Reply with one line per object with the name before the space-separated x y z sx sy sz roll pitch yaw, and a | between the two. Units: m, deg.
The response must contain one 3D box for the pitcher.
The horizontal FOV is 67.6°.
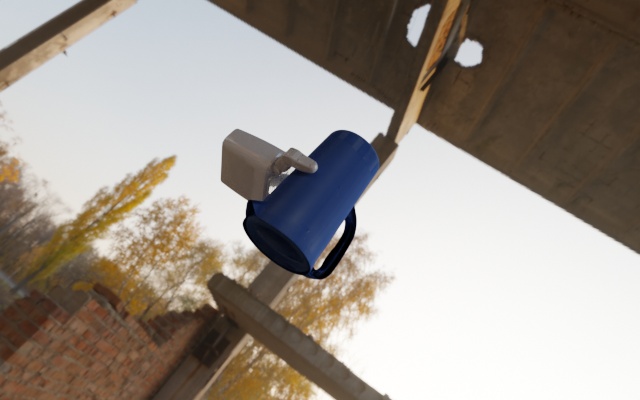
pitcher | 0.000 0.002 0.800 0.145 0.242 0.149 29 -29 19
